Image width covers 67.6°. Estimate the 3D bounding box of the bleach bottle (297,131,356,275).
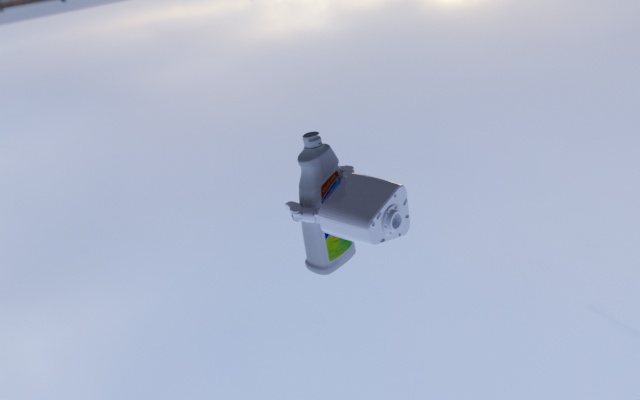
[{"bbox_3d":[0.000,0.003,0.854,0.068,0.251,0.102,15,36,43],"label":"bleach bottle"}]
